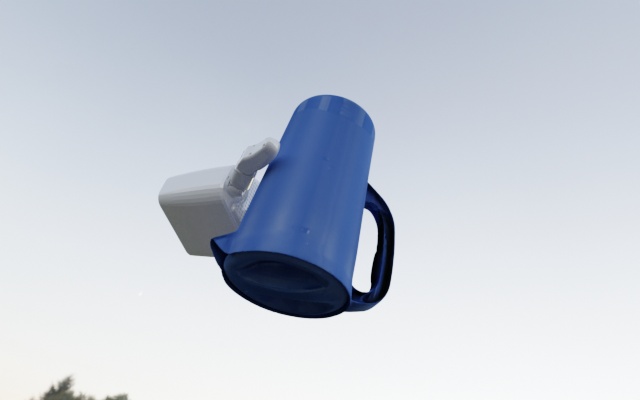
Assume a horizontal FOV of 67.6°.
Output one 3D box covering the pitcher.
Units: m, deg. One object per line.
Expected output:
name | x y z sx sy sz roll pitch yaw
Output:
pitcher | 0.000 0.002 0.535 0.145 0.242 0.149 -7 -42 29
